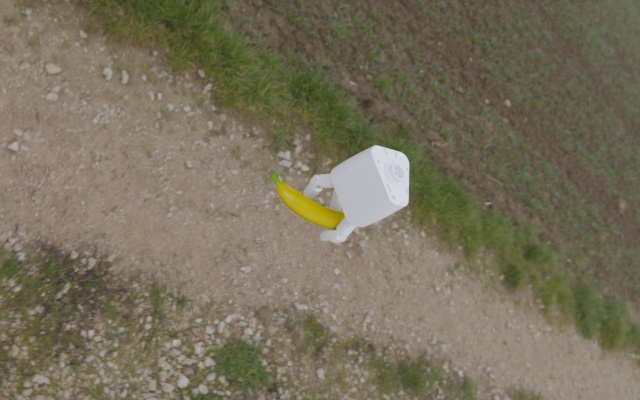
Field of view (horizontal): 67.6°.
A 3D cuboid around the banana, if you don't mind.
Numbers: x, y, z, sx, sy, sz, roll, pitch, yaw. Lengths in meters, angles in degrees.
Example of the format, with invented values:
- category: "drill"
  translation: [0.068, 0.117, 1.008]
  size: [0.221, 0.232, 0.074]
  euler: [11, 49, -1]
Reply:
- category: "banana"
  translation: [-0.005, 0.015, 0.881]
  size: [0.198, 0.069, 0.037]
  euler: [30, -44, -23]
